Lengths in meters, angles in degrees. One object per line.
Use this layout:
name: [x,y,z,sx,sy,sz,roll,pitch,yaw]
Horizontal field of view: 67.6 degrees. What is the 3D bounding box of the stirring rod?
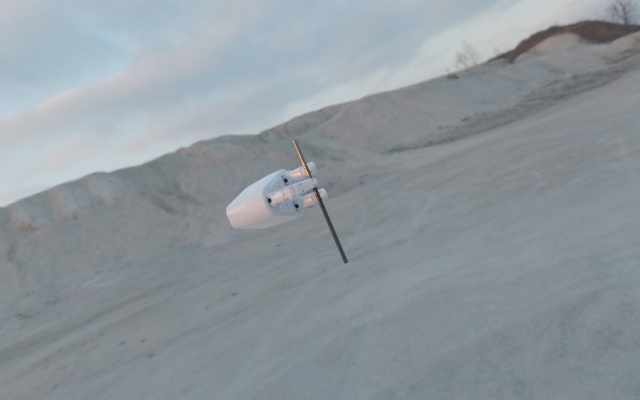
stirring rod: [0.000,0.003,0.864,0.011,0.239,0.011,-23,2,1]
